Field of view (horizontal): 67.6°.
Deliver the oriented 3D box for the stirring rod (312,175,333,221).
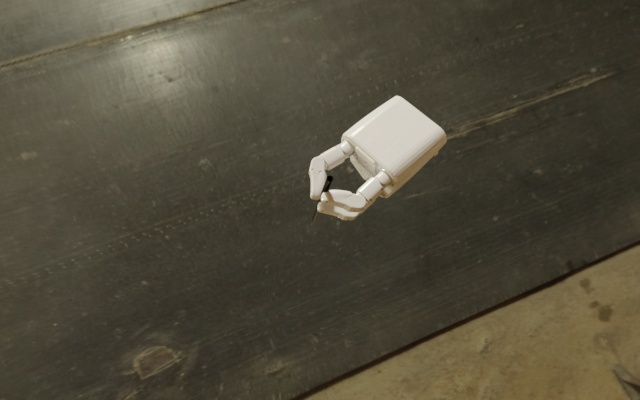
[{"bbox_3d":[0.000,0.002,0.708,0.011,0.011,0.239,0,-14,-6],"label":"stirring rod"}]
